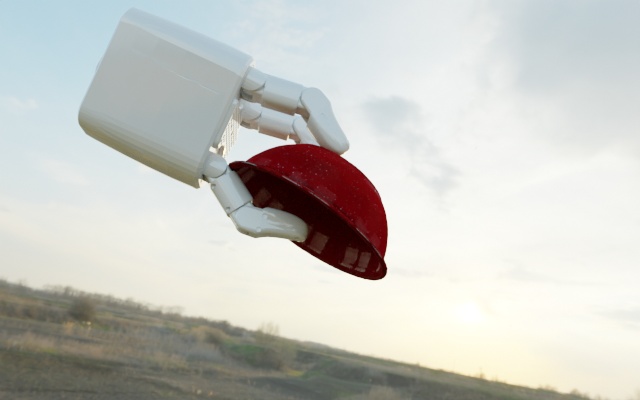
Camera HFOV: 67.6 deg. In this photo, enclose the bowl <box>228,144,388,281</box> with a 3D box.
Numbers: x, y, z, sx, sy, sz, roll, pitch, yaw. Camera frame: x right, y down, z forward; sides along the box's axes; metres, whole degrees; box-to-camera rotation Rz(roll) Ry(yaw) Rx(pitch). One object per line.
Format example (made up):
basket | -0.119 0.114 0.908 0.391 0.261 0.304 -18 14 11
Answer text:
bowl | 0.001 0.002 0.413 0.162 0.055 0.162 32 -19 12
